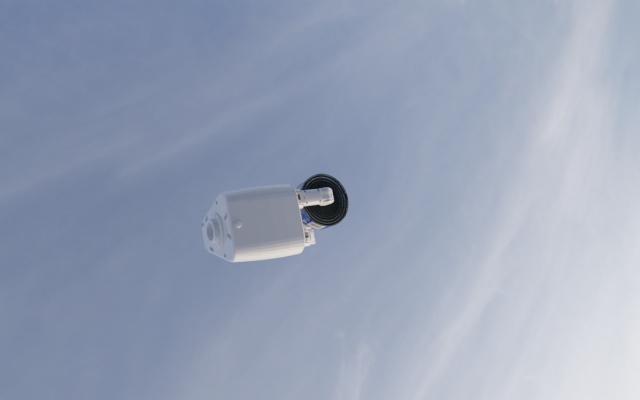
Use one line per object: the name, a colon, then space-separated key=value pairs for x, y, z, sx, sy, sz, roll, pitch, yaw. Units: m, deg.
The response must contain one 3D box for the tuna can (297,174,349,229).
tuna can: x=0.000 y=0.003 z=0.764 sx=0.086 sy=0.086 sz=0.034 roll=0 pitch=-14 yaw=-30
